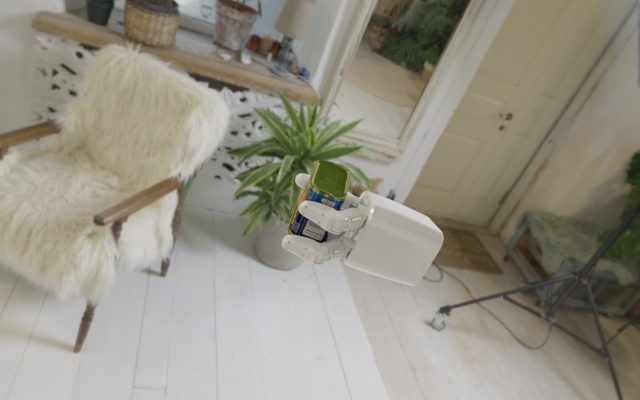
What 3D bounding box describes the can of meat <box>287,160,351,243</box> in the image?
[{"bbox_3d":[0.000,0.002,0.650,0.057,0.084,0.102,22,29,-4],"label":"can of meat"}]
